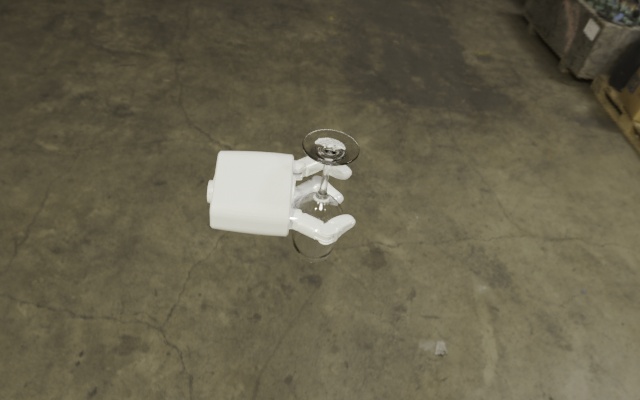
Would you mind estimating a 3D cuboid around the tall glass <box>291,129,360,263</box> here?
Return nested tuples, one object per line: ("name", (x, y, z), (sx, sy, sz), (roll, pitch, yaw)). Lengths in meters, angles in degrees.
("tall glass", (0.000, 0.002, 0.677), (0.079, 0.201, 0.079), (5, 43, -5))
